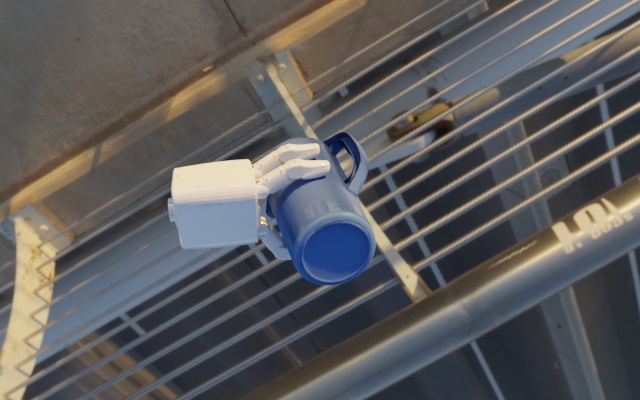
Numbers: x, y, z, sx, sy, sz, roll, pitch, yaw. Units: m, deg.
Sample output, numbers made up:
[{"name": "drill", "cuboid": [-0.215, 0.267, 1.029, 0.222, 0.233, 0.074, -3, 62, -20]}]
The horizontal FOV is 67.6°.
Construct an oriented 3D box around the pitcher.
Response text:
[{"name": "pitcher", "cuboid": [0.000, 0.002, 0.683, 0.145, 0.149, 0.242, -5, 28, -12]}]
